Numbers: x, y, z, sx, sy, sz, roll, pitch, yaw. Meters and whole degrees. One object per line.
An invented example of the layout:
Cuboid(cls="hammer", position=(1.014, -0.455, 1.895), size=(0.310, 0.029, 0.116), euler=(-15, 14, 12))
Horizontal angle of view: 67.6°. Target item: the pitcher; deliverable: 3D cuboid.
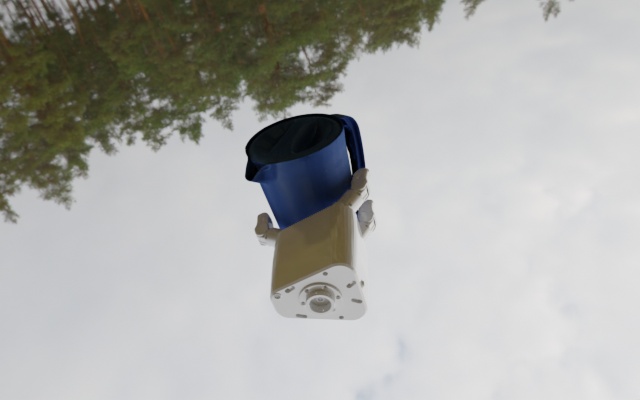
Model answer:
Cuboid(cls="pitcher", position=(0.000, 0.002, 0.689), size=(0.149, 0.243, 0.145), euler=(-11, 33, 9))
